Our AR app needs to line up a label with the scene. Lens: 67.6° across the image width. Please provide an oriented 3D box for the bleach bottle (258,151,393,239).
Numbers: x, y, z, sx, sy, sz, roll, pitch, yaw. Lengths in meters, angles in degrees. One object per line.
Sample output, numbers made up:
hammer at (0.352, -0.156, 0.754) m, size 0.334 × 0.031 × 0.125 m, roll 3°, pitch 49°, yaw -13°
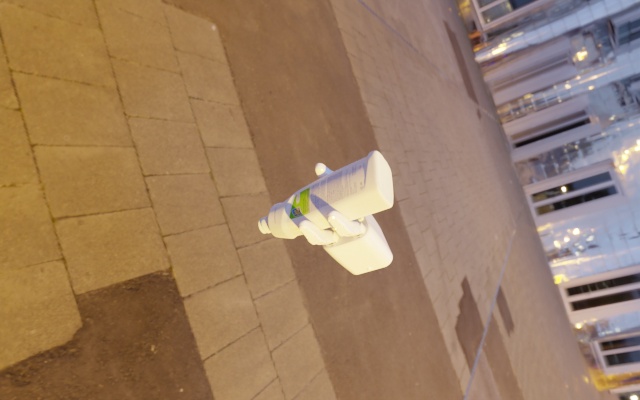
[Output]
bleach bottle at (0.000, 0.003, 0.837) m, size 0.251 × 0.102 × 0.068 m, roll -20°, pitch -45°, yaw 25°
